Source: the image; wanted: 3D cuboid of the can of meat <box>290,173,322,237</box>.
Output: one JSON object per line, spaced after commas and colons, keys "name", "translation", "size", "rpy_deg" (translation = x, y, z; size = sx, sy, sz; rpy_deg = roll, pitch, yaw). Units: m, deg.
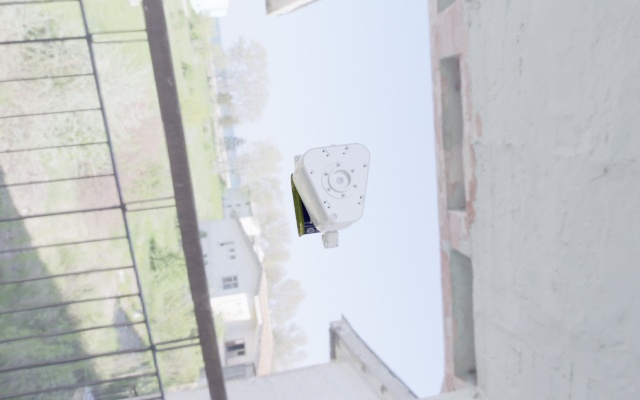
{"name": "can of meat", "translation": [0.000, 0.003, 0.769], "size": [0.084, 0.102, 0.057], "rpy_deg": [-7, -11, -8]}
